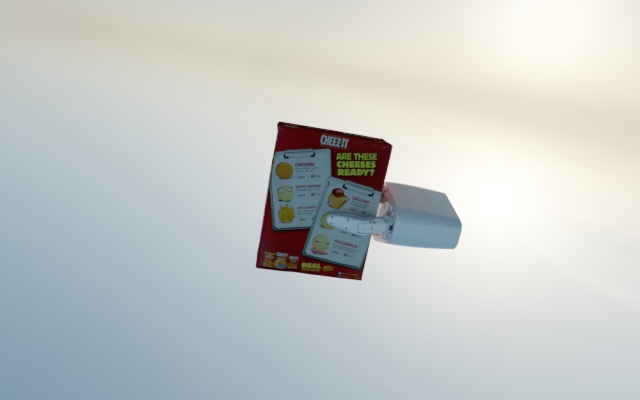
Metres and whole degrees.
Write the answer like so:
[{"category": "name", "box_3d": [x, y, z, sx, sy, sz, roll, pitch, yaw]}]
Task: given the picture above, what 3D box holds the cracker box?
[{"category": "cracker box", "box_3d": [0.000, 0.003, 0.710, 0.164, 0.214, 0.072, 8, 15, -10]}]
